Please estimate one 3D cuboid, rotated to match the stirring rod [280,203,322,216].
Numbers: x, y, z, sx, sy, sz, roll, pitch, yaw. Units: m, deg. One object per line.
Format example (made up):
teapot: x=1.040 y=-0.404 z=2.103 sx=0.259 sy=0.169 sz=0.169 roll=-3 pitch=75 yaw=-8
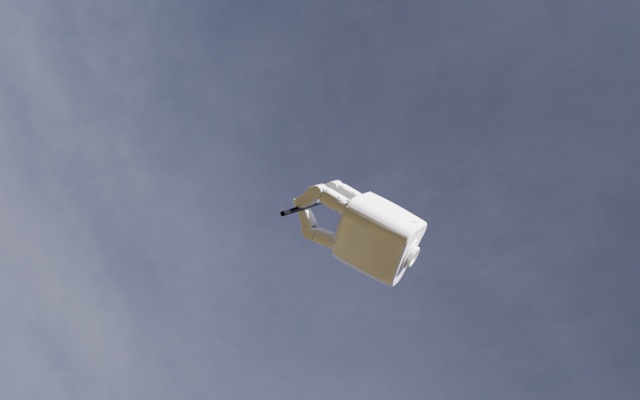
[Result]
stirring rod: x=0.000 y=0.003 z=0.817 sx=0.011 sy=0.011 sz=0.239 roll=0 pitch=8 yaw=28
